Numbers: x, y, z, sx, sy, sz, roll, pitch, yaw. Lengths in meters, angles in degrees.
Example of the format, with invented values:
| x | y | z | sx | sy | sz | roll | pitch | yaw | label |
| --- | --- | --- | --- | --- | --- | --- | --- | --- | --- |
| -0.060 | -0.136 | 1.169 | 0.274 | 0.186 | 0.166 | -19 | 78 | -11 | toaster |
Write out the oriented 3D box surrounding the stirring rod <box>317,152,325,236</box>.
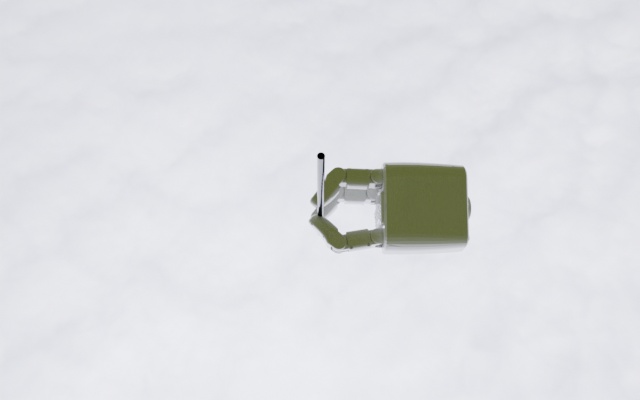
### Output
| x | y | z | sx | sy | sz | roll | pitch | yaw | label |
| --- | --- | --- | --- | --- | --- | --- | --- | --- | --- |
| 0.000 | 0.002 | 0.573 | 0.011 | 0.011 | 0.240 | 0 | -22 | 0 | stirring rod |
